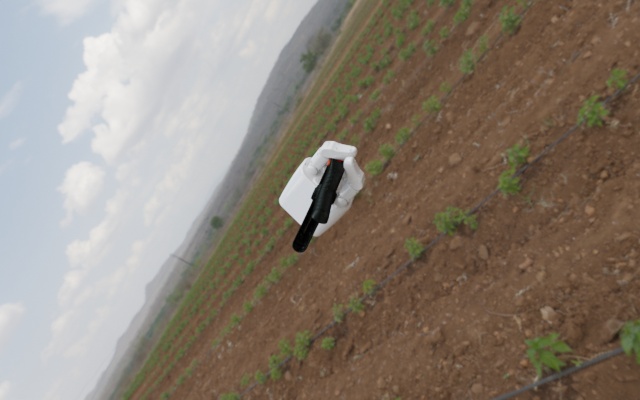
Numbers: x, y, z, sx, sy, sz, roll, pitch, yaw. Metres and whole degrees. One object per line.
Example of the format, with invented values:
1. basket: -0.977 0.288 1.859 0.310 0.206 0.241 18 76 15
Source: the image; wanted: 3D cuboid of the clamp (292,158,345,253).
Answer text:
1. clamp: 0.000 0.002 0.771 0.039 0.171 0.120 32 -44 -9
